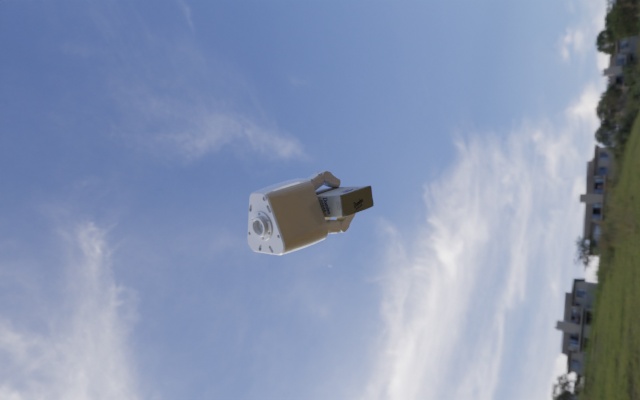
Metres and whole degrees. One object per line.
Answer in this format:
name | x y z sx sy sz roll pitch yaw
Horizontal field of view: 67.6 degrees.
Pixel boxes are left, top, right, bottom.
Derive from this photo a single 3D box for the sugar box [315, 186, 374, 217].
sugar box | 0.000 0.003 0.885 0.176 0.048 0.093 2 13 42
